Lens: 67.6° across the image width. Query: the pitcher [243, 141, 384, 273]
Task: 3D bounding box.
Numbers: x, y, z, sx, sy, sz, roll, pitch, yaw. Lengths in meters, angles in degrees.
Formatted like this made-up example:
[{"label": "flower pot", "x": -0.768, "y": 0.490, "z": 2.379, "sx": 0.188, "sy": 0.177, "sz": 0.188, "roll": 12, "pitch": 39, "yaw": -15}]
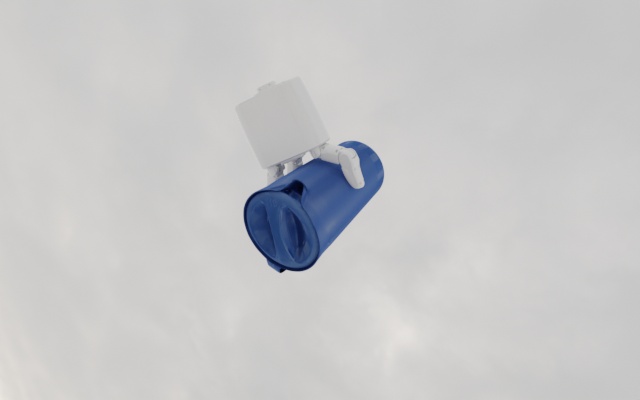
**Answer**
[{"label": "pitcher", "x": 0.000, "y": 0.002, "z": 0.760, "sx": 0.149, "sy": 0.145, "sz": 0.242, "roll": -14, "pitch": 17, "yaw": 41}]
